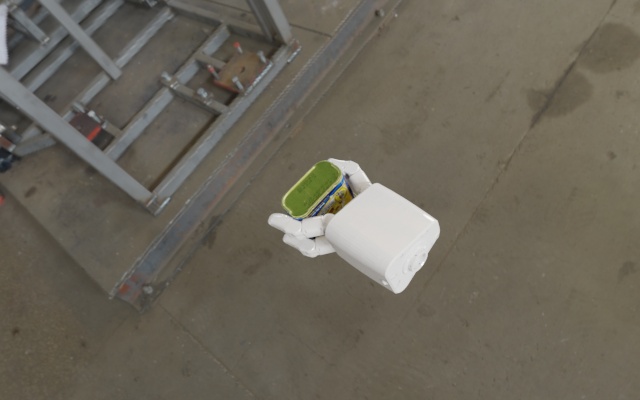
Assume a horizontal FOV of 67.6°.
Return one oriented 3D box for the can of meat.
[{"bbox_3d":[0.000,0.002,0.700,0.057,0.102,0.084,38,-11,34],"label":"can of meat"}]
